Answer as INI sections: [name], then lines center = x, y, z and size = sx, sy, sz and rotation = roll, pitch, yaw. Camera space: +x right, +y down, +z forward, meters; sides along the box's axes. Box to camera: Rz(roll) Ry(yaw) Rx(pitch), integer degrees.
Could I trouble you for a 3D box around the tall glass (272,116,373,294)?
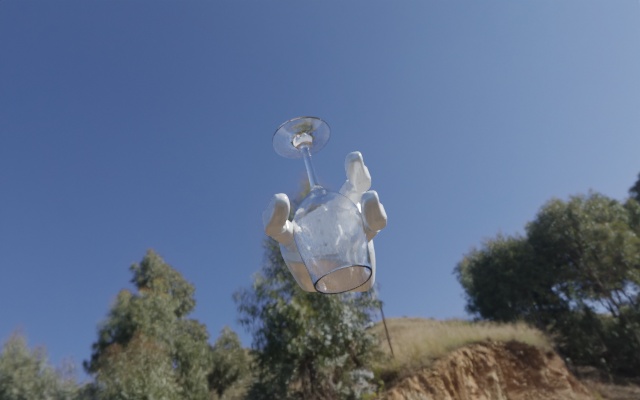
[tall glass]
center = 0.000, 0.001, 0.538
size = 0.079, 0.201, 0.079
rotation = -11, -34, -8
